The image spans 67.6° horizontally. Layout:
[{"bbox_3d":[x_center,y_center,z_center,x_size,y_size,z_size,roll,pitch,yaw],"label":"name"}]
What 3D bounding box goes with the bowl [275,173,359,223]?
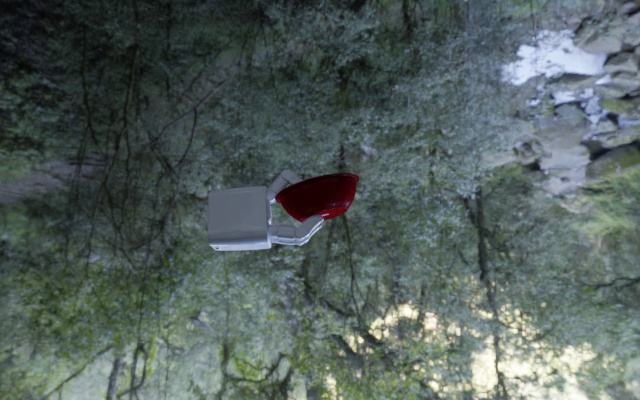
[{"bbox_3d":[0.002,0.003,0.885,0.162,0.055,0.162,-14,-13,-3],"label":"bowl"}]
